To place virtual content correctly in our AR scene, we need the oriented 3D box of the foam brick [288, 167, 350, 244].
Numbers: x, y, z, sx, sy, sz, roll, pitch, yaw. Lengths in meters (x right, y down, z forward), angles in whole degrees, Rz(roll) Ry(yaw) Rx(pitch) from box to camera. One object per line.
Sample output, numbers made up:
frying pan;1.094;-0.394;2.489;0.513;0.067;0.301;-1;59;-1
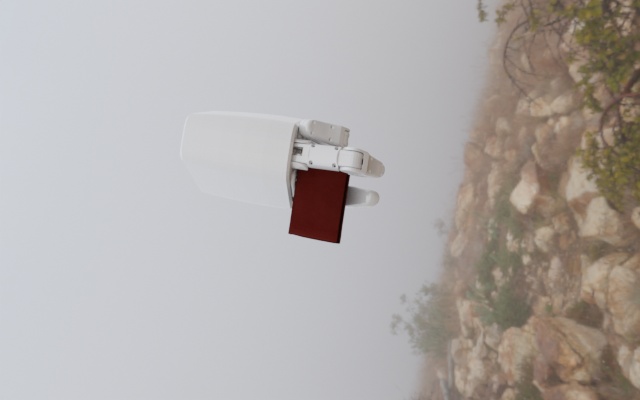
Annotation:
foam brick;0.000;0.002;0.484;0.051;0.078;0.053;8;-4;2
